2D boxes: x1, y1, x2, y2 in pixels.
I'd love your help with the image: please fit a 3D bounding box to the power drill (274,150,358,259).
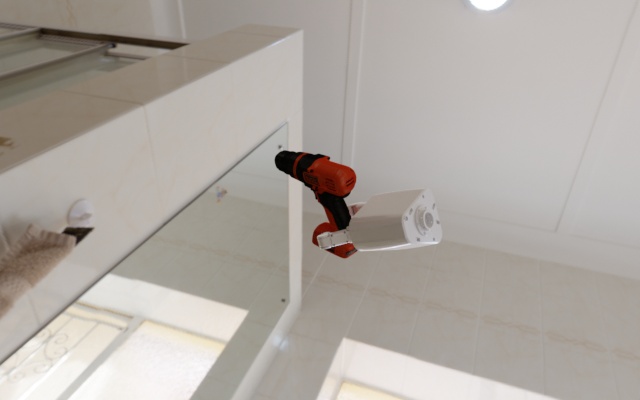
[{"bbox_3d":[0.000,0.003,0.846,0.057,0.188,0.184,-37,37,-27],"label":"power drill"}]
